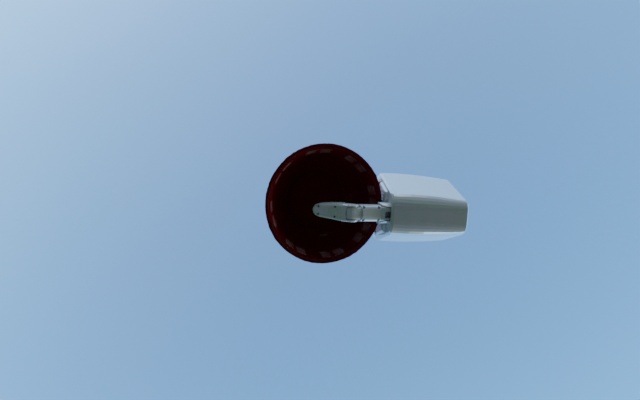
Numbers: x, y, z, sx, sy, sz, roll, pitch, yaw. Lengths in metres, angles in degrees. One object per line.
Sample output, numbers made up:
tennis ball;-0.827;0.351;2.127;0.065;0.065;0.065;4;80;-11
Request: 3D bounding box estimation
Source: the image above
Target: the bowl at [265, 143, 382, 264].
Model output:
bowl;-0.001;0.002;0.659;0.162;0.162;0.055;0;7;-15
